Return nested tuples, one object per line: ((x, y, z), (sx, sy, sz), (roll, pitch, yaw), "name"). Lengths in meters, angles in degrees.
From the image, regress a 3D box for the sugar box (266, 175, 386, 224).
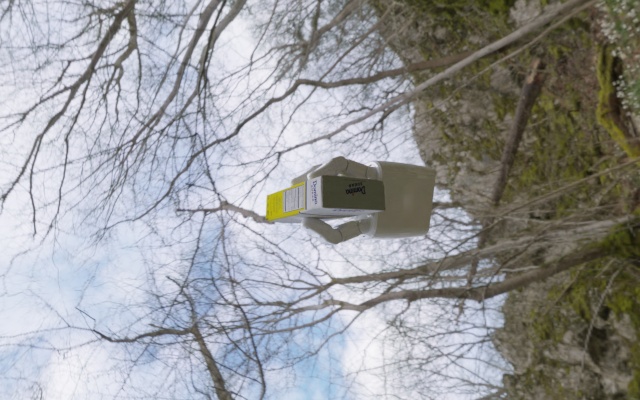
((0.000, 0.002, 0.649), (0.093, 0.048, 0.176), (3, -11, -29), "sugar box")
